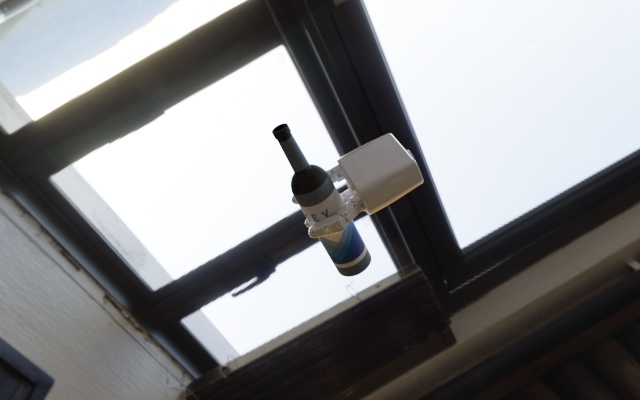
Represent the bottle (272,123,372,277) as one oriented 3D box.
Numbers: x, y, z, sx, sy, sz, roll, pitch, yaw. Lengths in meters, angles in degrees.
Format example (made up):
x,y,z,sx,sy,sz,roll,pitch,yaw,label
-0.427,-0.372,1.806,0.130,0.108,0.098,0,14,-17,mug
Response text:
x,y,z,sx,sy,sz,roll,pitch,yaw,label
0.000,0.003,0.785,0.069,0.296,0.069,-21,32,14,bottle
